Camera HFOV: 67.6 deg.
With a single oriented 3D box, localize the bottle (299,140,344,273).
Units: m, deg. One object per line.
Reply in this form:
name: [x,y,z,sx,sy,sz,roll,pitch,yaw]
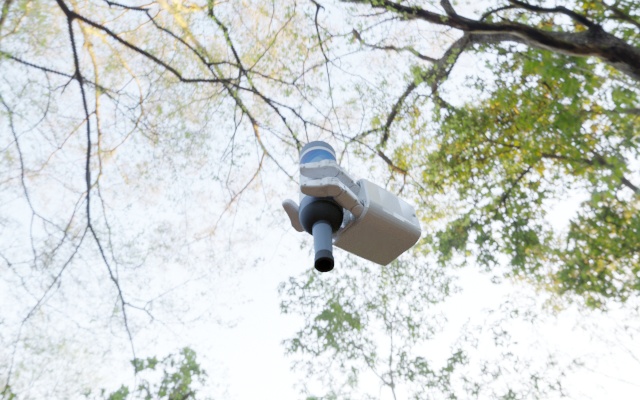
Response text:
bottle: [0.000,0.002,0.739,0.069,0.069,0.295,0,34,-2]
